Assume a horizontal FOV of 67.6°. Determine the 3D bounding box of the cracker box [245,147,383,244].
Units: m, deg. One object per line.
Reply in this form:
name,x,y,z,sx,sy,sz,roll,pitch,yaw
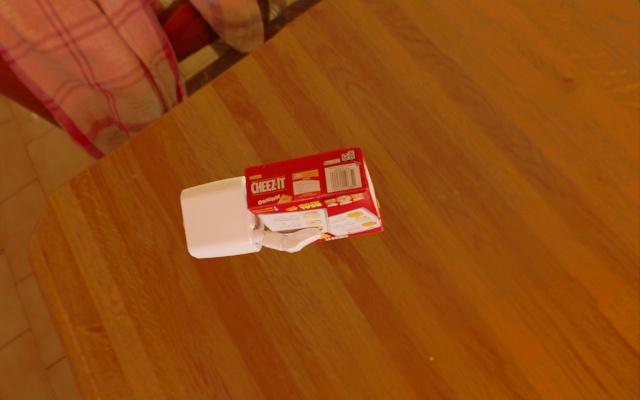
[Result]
cracker box,0.000,0.002,0.720,0.164,0.072,0.214,-10,-20,9
